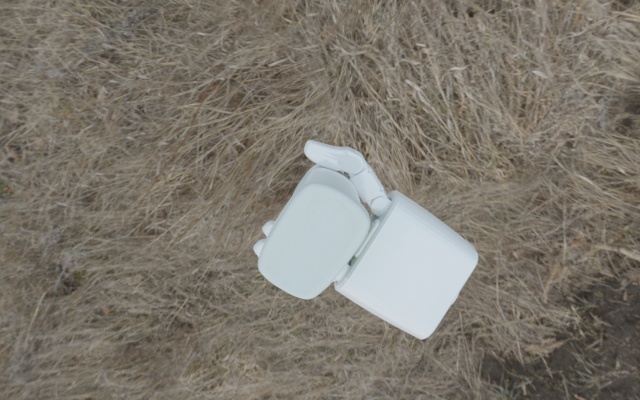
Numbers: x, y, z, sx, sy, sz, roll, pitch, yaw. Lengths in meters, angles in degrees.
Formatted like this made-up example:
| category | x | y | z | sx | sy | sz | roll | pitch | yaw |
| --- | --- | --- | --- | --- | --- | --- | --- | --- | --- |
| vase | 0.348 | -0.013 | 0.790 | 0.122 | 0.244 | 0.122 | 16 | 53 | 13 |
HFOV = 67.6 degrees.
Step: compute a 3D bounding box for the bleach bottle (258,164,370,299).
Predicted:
| category | x | y | z | sx | sy | sz | roll | pitch | yaw |
| --- | --- | --- | --- | --- | --- | --- | --- | --- | --- |
| bleach bottle | 0.000 | 0.002 | 0.499 | 0.068 | 0.102 | 0.250 | 33 | 16 | -6 |
